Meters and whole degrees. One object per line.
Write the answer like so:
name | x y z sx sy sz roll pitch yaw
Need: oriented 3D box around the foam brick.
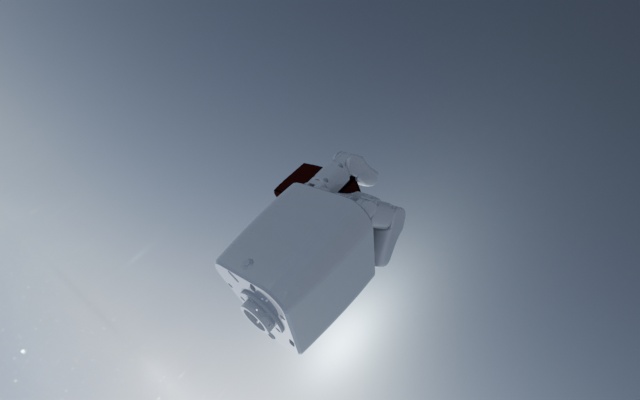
foam brick | 0.000 0.002 0.497 0.078 0.053 0.051 18 53 43
